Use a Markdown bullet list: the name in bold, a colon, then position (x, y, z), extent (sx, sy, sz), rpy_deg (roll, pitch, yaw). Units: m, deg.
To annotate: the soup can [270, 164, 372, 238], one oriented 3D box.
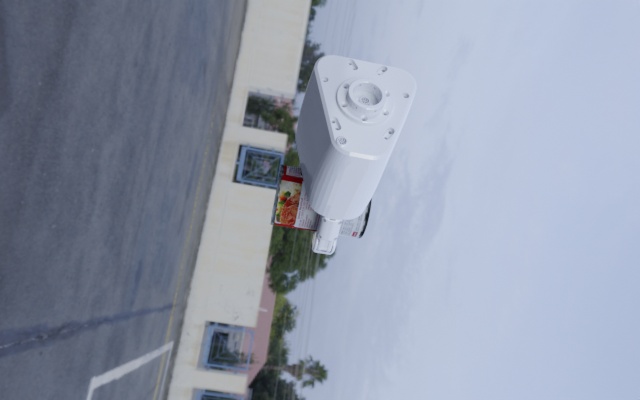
- **soup can**: position (0.000, 0.002, 0.532), extent (0.102, 0.068, 0.068), rpy_deg (10, -1, -5)
